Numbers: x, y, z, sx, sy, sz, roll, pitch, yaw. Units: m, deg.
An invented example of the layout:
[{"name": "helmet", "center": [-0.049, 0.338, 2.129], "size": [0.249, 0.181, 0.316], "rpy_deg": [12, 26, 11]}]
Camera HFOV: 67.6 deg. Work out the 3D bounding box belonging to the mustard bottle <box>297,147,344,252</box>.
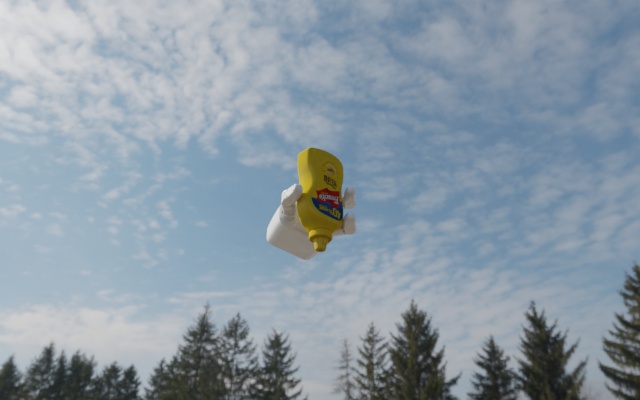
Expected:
[{"name": "mustard bottle", "center": [0.000, 0.002, 0.869], "size": [0.058, 0.191, 0.096], "rpy_deg": [-25, -38, 38]}]
